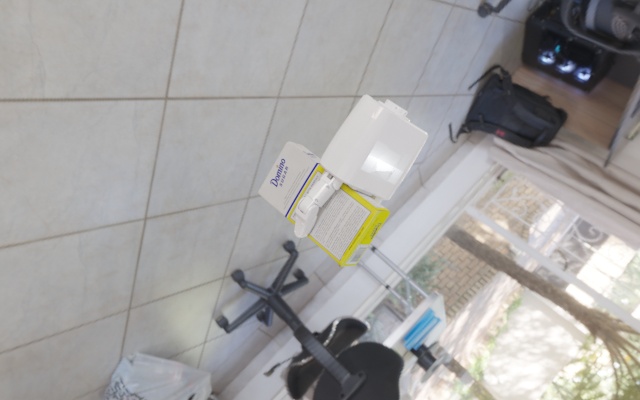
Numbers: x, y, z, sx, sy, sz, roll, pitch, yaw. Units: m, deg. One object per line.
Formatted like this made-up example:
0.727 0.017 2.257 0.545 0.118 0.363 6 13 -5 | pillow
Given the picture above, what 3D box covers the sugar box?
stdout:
0.001 0.002 0.661 0.176 0.093 0.048 41 17 30 | sugar box
